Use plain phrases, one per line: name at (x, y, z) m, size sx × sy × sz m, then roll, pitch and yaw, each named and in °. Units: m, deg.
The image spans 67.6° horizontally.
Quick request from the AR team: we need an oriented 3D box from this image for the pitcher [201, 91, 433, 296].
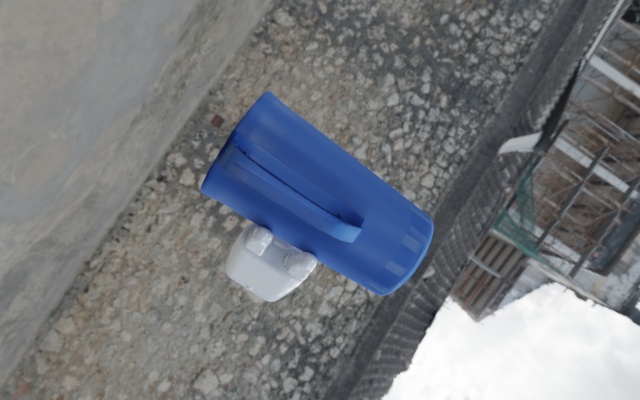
pitcher at (0.000, 0.002, 0.525) m, size 0.243 × 0.149 × 0.145 m, roll 34°, pitch -37°, yaw -5°
